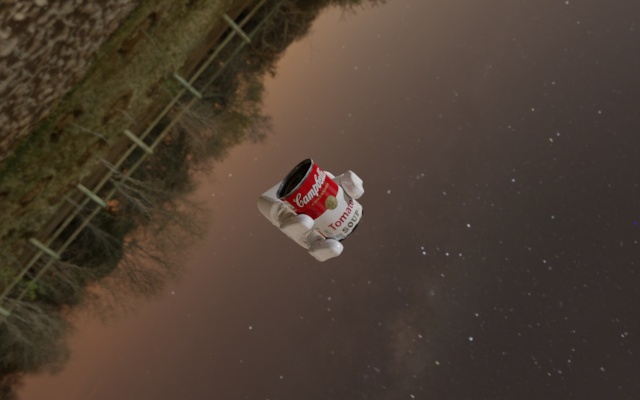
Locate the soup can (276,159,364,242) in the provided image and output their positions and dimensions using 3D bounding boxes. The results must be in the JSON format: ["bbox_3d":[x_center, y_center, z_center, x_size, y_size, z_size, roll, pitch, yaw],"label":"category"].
[{"bbox_3d":[0.001,0.002,0.644,0.102,0.068,0.068,42,-18,-21],"label":"soup can"}]
